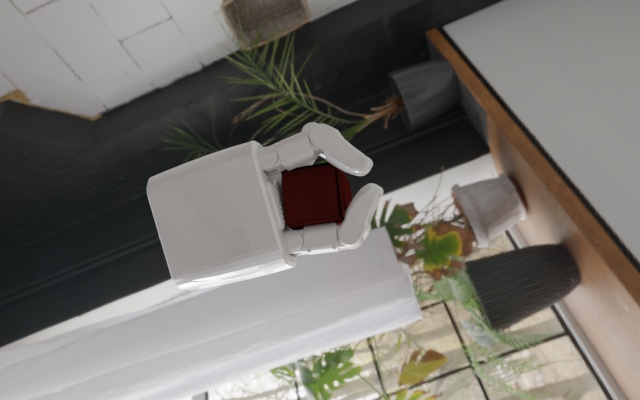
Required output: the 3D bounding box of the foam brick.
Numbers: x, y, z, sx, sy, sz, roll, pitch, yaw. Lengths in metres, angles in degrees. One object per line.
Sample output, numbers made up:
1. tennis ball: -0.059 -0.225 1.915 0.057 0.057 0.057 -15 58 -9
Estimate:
1. foam brick: 0.000 0.002 0.447 0.051 0.053 0.078 -10 -15 11
